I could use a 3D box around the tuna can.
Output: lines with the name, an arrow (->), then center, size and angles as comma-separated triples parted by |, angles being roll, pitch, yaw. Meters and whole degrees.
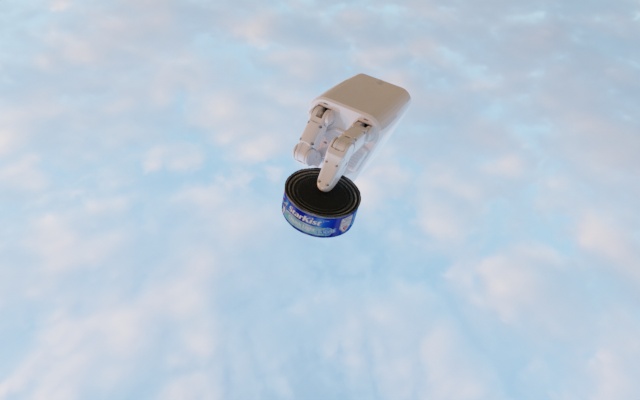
tuna can -> 0.000, 0.002, 0.533 | 0.086, 0.034, 0.086 | 8, 39, -7
